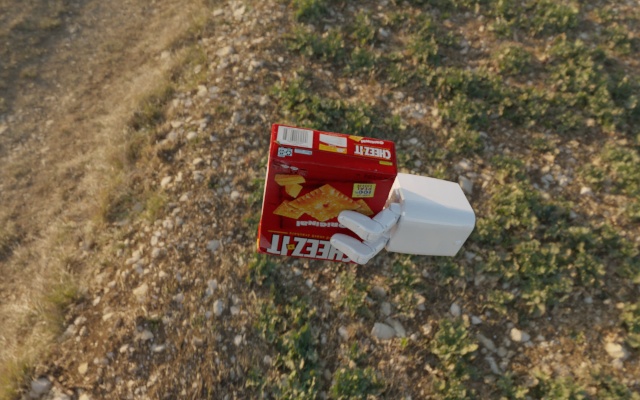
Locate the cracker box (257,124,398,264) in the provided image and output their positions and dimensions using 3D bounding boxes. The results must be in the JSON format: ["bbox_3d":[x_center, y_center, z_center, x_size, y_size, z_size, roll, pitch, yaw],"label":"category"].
[{"bbox_3d":[0.000,0.002,0.679,0.164,0.072,0.214,8,-41,-6],"label":"cracker box"}]
